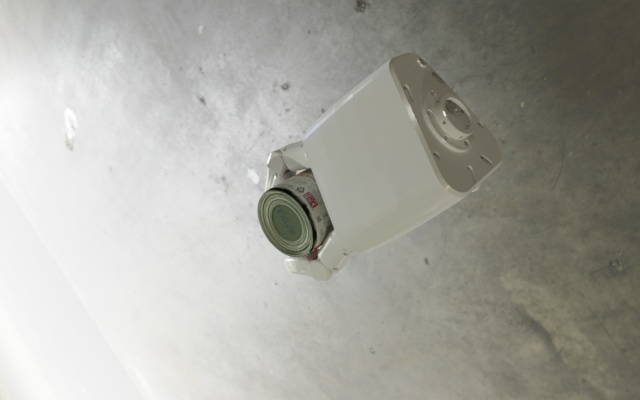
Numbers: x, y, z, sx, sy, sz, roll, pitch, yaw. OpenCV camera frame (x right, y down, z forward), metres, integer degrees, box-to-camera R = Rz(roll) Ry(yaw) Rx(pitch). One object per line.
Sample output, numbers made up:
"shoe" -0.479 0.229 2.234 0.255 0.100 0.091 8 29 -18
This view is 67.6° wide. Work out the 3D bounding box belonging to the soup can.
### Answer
"soup can" 0.000 0.002 0.445 0.068 0.068 0.102 0 23 42
